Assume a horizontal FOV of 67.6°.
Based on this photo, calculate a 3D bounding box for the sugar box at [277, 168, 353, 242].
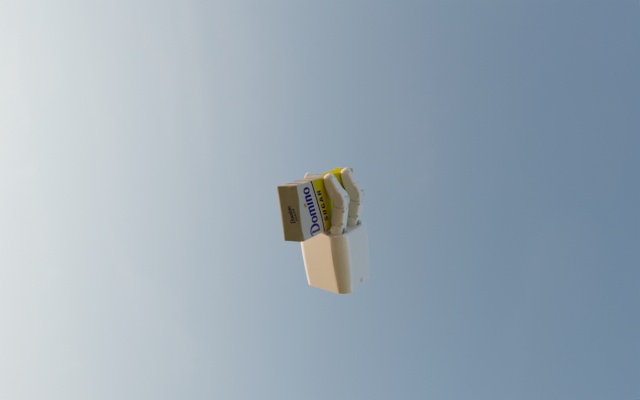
[{"bbox_3d":[0.001,0.003,0.814,0.048,0.093,0.176,-1,13,32],"label":"sugar box"}]
